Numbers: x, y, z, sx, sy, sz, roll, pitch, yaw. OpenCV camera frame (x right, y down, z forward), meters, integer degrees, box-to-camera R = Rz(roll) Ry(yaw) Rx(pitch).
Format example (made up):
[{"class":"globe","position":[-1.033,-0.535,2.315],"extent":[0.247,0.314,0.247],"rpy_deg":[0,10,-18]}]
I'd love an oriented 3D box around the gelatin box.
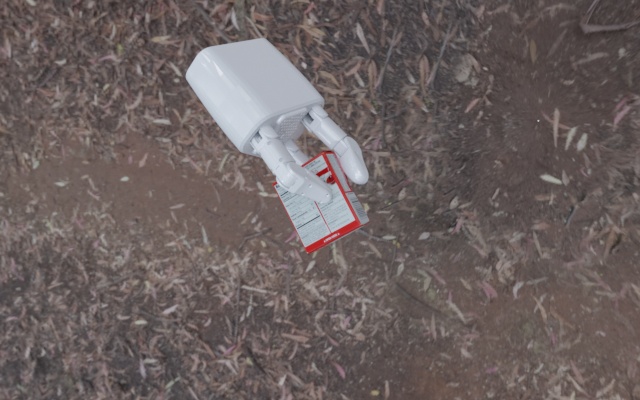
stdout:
[{"class":"gelatin box","position":[0.000,0.002,0.513],"extent":[0.073,0.089,0.030],"rpy_deg":[-31,-8,26]}]
